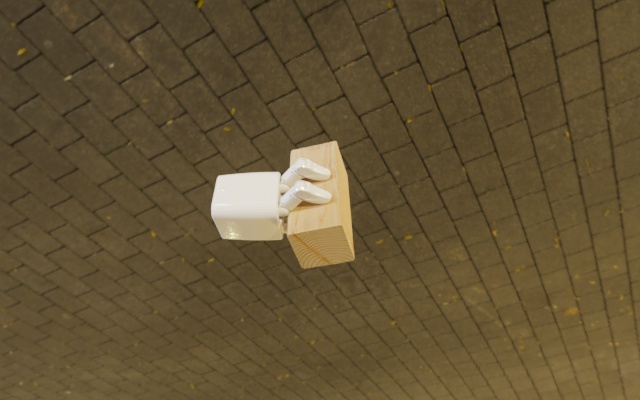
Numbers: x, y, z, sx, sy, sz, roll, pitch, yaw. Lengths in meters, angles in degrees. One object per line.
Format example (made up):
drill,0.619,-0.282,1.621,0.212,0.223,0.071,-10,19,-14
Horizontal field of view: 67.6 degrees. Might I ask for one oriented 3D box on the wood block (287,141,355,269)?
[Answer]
wood block,0.000,0.003,0.819,0.090,0.206,0.091,-11,-46,10
